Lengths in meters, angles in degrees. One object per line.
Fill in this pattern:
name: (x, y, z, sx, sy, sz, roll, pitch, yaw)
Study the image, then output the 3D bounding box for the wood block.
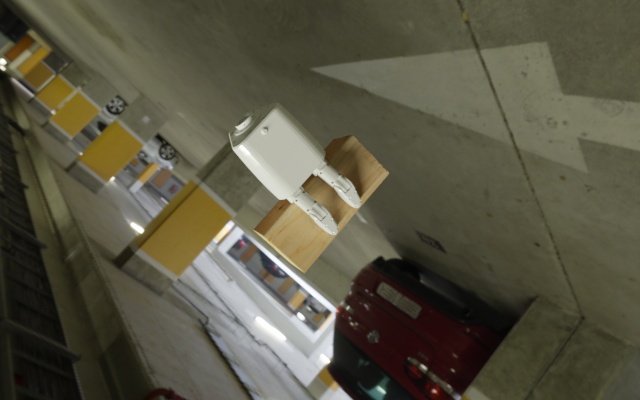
wood block: (0.000, 0.002, 0.766, 0.090, 0.206, 0.091, 44, -10, -15)
